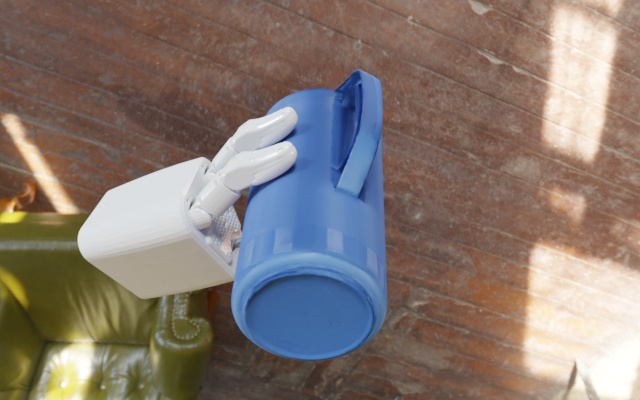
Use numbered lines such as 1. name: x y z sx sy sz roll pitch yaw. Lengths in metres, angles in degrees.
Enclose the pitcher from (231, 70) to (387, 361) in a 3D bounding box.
1. pitcher: 0.000 0.001 0.412 0.145 0.149 0.242 -13 34 11
